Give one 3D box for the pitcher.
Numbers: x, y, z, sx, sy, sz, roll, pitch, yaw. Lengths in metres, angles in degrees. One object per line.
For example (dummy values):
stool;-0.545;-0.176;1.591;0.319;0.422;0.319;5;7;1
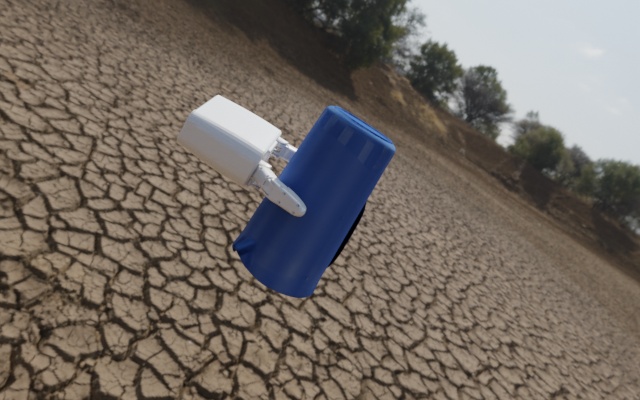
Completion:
pitcher;0.000;0.002;0.655;0.145;0.243;0.149;32;14;-3
